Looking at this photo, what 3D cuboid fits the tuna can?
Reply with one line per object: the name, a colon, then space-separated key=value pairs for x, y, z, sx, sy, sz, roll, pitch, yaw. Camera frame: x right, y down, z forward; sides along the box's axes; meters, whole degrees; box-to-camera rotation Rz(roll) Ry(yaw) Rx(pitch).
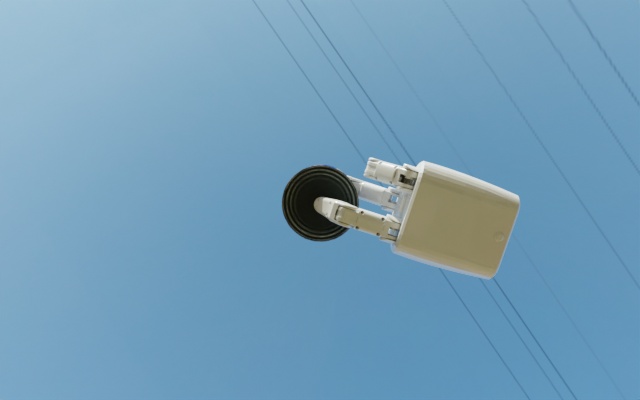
tuna can: x=0.000 y=0.002 z=0.545 sx=0.086 sy=0.086 sz=0.033 roll=0 pitch=7 yaw=1
